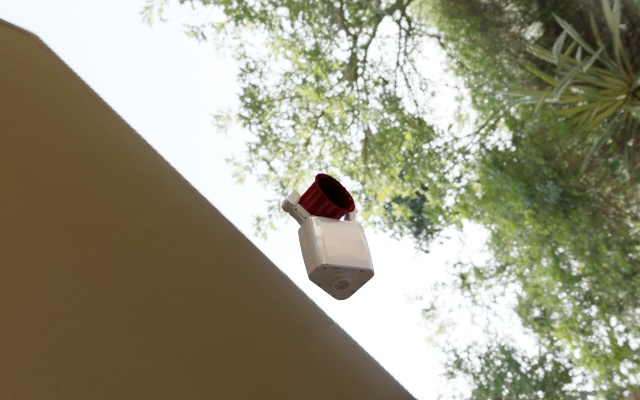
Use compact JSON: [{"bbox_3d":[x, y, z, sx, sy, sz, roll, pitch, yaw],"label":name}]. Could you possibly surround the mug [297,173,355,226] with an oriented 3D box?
[{"bbox_3d":[0.000,0.002,0.875,0.093,0.117,0.081,27,-59,-31],"label":"mug"}]
